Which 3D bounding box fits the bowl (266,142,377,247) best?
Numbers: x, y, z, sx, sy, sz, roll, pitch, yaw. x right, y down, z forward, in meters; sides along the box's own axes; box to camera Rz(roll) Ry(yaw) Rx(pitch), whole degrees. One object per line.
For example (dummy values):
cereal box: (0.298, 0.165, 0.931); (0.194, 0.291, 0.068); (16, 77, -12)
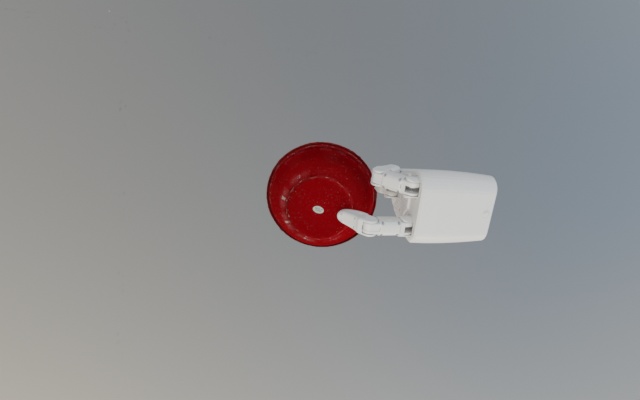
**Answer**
bowl: (-0.001, 0.003, 0.671); (0.162, 0.162, 0.055); (0, 19, 3)
